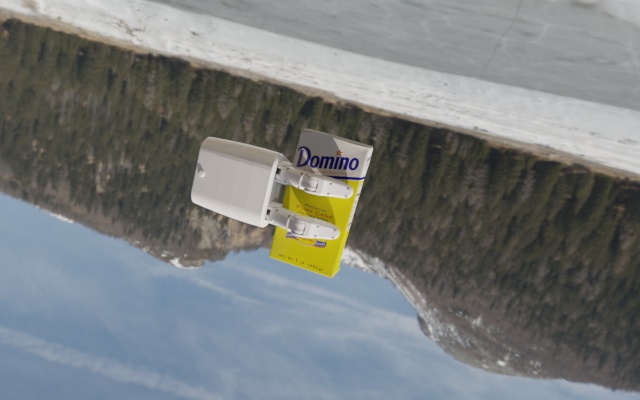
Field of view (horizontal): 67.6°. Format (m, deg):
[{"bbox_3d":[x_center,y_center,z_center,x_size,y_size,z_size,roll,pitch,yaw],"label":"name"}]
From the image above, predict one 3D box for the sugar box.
[{"bbox_3d":[0.000,0.002,0.625,0.093,0.176,0.048,16,12,11],"label":"sugar box"}]
